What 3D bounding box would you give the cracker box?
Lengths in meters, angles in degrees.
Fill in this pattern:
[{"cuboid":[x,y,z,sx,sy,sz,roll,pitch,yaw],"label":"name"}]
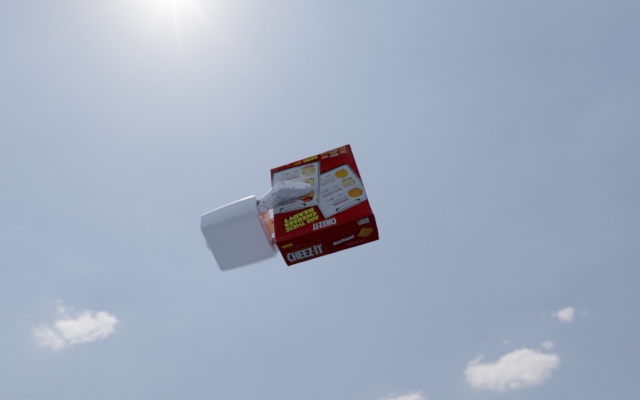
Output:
[{"cuboid":[0.000,0.003,0.850,0.164,0.072,0.213,-17,38,4],"label":"cracker box"}]
